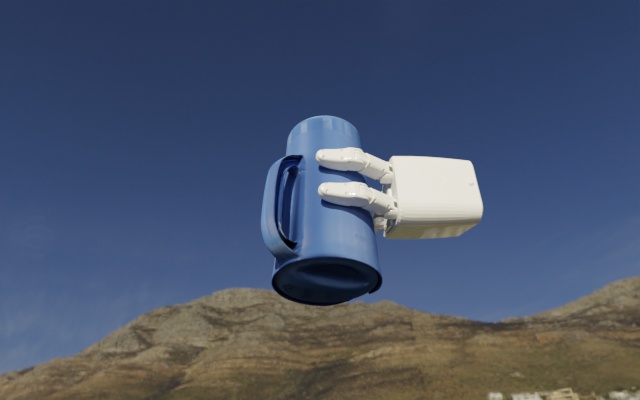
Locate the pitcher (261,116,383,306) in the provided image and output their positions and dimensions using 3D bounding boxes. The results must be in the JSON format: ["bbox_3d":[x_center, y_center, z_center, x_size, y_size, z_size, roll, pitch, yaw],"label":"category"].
[{"bbox_3d":[0.000,0.002,0.629,0.145,0.242,0.149,2,-35,-4],"label":"pitcher"}]
